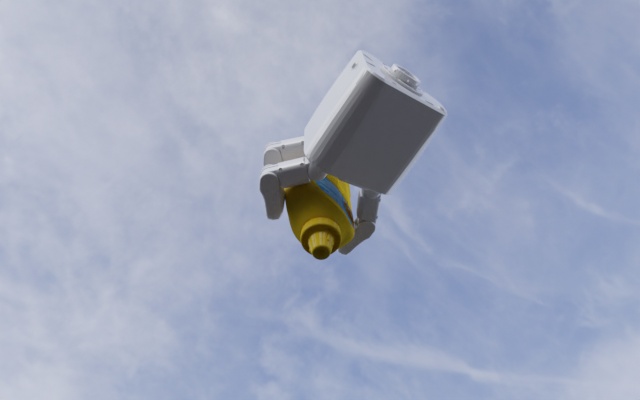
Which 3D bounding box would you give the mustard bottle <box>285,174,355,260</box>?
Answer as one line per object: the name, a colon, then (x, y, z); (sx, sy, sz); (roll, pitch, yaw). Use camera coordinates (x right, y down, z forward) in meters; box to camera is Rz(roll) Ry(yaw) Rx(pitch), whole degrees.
mustard bottle: (0.000, 0.002, 0.536); (0.058, 0.096, 0.191); (-31, 26, 16)
